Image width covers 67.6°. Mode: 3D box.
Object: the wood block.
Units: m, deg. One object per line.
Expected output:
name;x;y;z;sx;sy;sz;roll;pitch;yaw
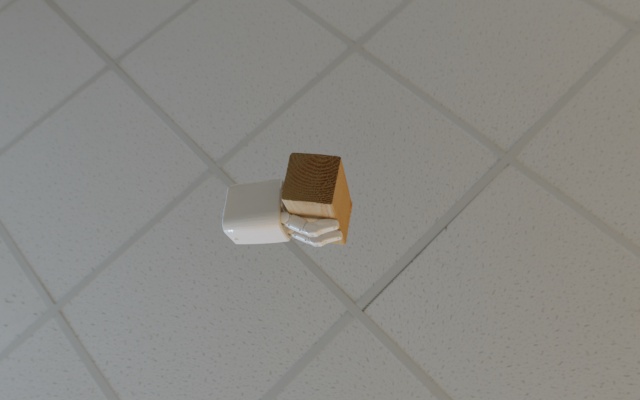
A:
wood block;0.000;0.003;0.880;0.090;0.090;0.206;6;-22;12
